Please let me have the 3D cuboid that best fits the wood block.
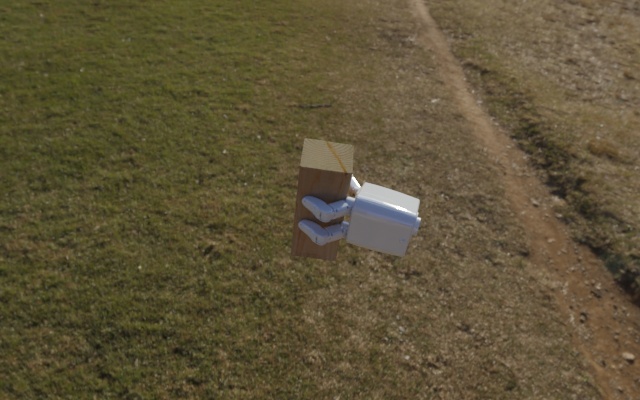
[{"bbox_3d":[0.001,0.003,0.870,0.090,0.206,0.090,8,39,-1],"label":"wood block"}]
